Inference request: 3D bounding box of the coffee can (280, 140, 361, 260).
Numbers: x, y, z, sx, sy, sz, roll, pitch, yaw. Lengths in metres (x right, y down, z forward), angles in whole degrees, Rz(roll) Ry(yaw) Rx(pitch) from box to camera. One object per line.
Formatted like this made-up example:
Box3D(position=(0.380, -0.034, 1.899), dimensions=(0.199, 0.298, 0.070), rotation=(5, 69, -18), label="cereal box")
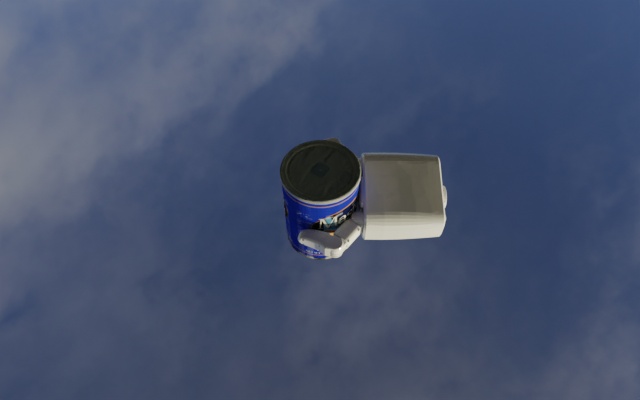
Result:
Box3D(position=(0.000, 0.002, 0.655), dimensions=(0.103, 0.102, 0.140), rotation=(0, -37, 0), label="coffee can")
